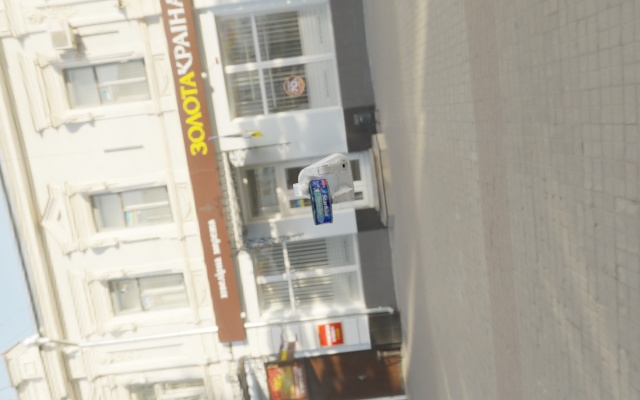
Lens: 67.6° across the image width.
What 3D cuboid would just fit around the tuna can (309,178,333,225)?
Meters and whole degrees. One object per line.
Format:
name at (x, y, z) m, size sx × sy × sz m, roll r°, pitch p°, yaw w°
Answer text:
tuna can at (0.000, 0.003, 0.891) m, size 0.034 × 0.086 × 0.086 m, roll -8°, pitch 0°, yaw -4°
